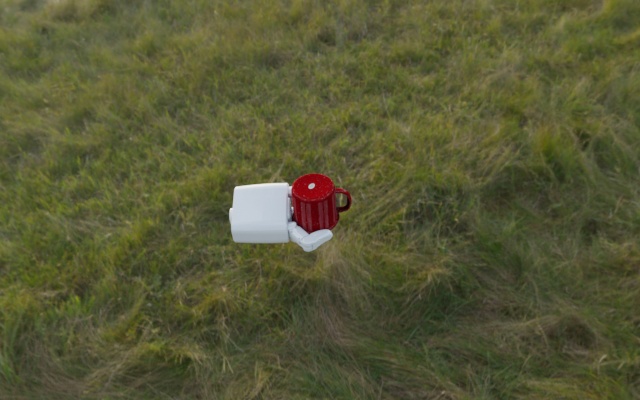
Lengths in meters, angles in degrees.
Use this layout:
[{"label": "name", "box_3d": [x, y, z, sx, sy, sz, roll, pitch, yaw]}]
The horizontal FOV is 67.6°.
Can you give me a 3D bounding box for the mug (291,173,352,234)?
[{"label": "mug", "box_3d": [0.002, 0.003, 0.898, 0.117, 0.082, 0.093, -3, 42, 1]}]
